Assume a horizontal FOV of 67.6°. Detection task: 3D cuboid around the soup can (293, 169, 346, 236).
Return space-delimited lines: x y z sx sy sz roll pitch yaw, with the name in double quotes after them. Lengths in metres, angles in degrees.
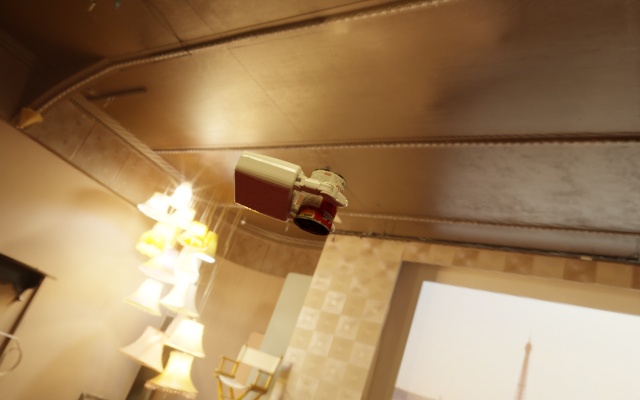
0.001 0.003 0.854 0.068 0.102 0.068 17 -23 8 "soup can"
